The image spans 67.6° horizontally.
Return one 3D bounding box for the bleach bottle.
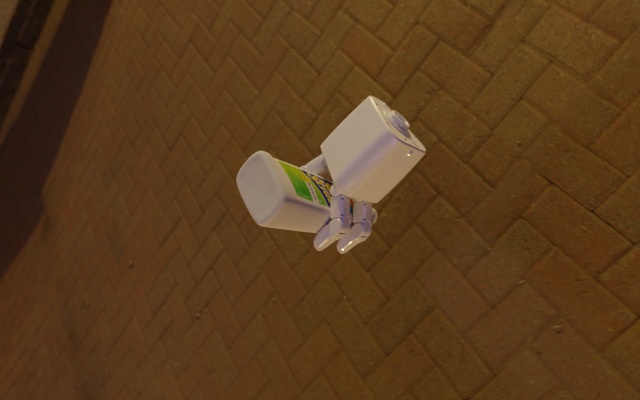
[{"bbox_3d":[0.000,0.002,0.707,0.068,0.102,0.251,-45,-33,25],"label":"bleach bottle"}]
